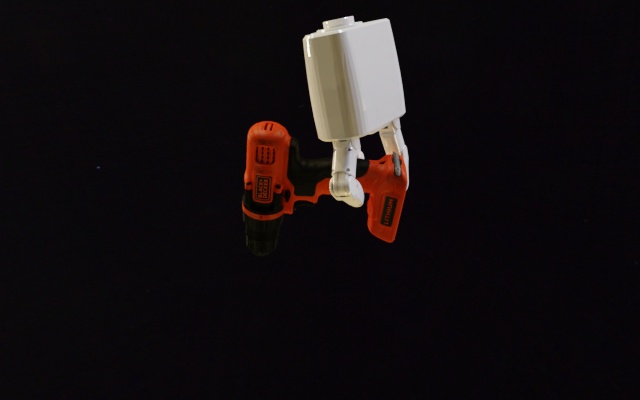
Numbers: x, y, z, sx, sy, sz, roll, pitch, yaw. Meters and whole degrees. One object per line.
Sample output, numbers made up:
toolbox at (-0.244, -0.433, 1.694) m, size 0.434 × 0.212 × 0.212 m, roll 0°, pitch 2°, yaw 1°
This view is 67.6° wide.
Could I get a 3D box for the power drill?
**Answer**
power drill at (0.001, 0.002, 0.571) m, size 0.187 × 0.185 × 0.057 m, roll 6°, pitch 37°, yaw -3°
